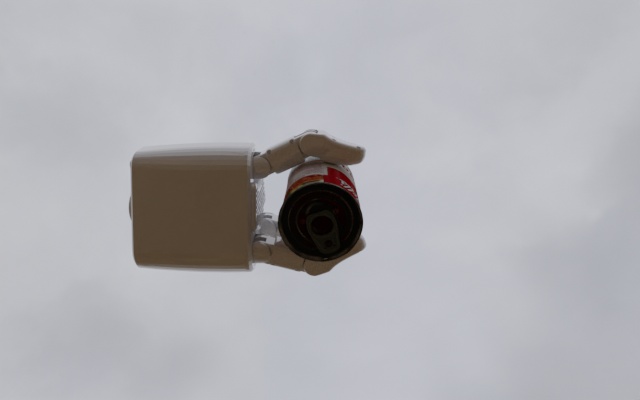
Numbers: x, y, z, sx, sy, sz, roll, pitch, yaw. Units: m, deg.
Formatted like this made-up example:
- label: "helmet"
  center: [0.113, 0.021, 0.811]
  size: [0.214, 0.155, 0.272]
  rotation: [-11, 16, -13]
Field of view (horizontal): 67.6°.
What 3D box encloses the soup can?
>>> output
- label: "soup can"
  center: [0.001, 0.001, 0.424]
  size: [0.068, 0.068, 0.102]
  rotation: [0, 20, 0]
